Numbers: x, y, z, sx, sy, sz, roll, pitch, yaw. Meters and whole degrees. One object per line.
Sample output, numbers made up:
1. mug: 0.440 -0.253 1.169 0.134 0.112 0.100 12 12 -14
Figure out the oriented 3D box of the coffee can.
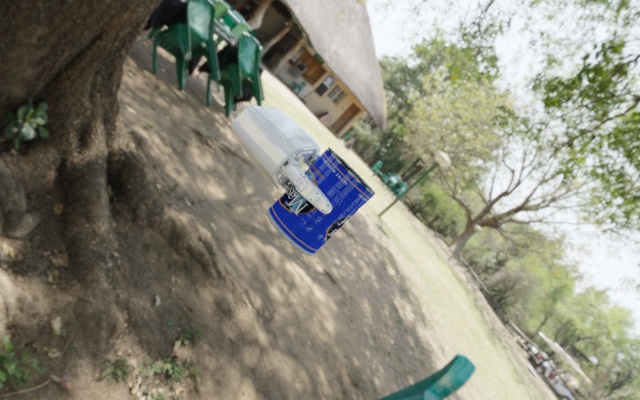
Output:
1. coffee can: 0.000 0.003 0.744 0.103 0.140 0.103 44 8 -8
